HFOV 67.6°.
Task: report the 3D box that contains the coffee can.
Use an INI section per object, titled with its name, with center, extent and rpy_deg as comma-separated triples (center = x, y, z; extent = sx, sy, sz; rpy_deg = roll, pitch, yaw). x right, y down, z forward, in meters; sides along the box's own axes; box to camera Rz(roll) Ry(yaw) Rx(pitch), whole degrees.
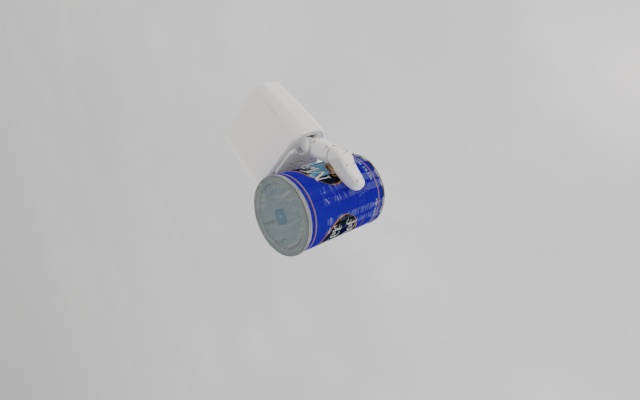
[coffee can]
center = 0.000, 0.002, 0.622
extent = 0.140, 0.103, 0.103
rpy_deg = -20, 13, -41
